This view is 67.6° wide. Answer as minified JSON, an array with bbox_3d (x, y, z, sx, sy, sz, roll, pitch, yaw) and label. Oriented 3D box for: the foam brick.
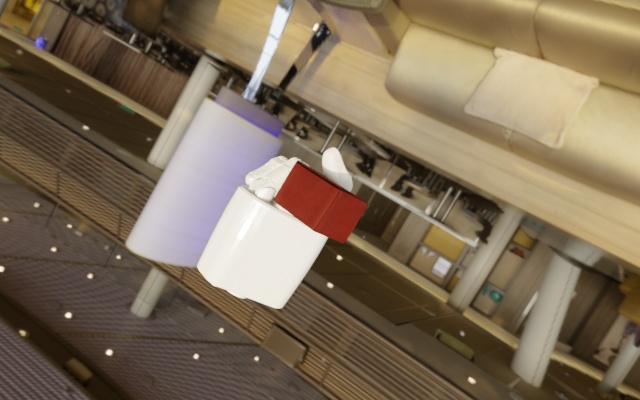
[{"bbox_3d":[0.000,0.002,0.505,0.053,0.051,0.078,28,5,-46],"label":"foam brick"}]
